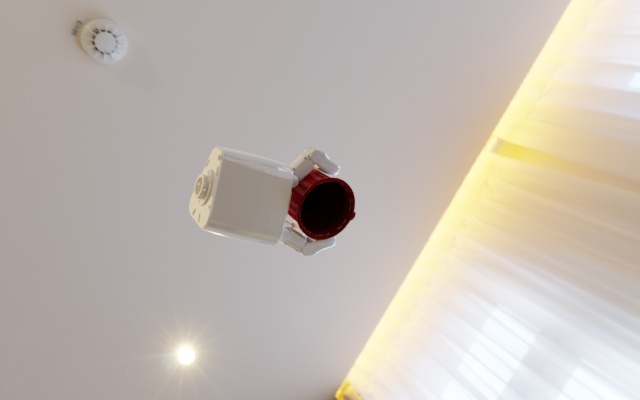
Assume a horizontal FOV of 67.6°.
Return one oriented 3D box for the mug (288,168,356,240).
[{"bbox_3d":[0.001,0.003,0.704,0.117,0.093,0.081,17,11,-33],"label":"mug"}]
